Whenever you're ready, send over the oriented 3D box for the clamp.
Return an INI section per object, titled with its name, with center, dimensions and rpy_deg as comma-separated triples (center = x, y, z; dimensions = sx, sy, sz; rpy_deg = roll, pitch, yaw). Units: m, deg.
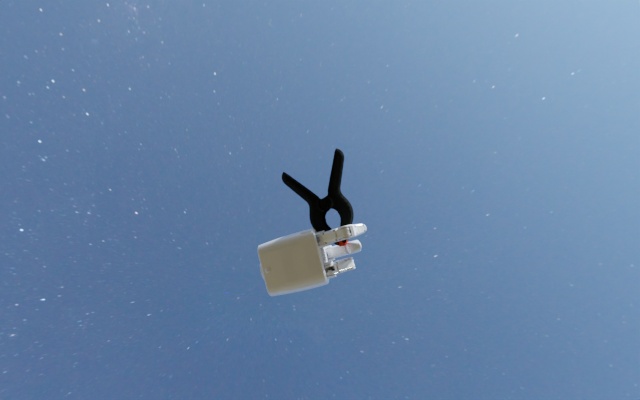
[clamp]
center = 0.000, 0.003, 0.853
dimensions = 0.120, 0.171, 0.039
rpy_deg = -15, -8, 19
